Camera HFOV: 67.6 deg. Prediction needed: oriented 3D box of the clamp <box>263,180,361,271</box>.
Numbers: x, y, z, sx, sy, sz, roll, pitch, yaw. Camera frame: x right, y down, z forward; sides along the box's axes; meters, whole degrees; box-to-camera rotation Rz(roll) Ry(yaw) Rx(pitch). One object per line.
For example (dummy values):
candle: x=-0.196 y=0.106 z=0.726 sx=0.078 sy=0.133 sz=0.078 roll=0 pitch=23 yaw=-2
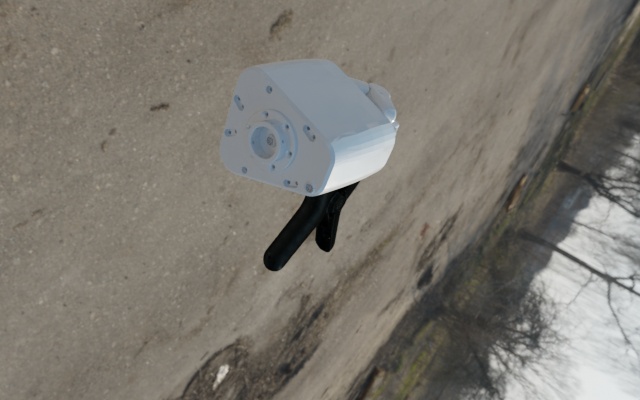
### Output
clamp: x=0.001 y=0.002 z=0.502 sx=0.039 sy=0.171 sz=0.120 roll=30 pitch=29 yaw=20
